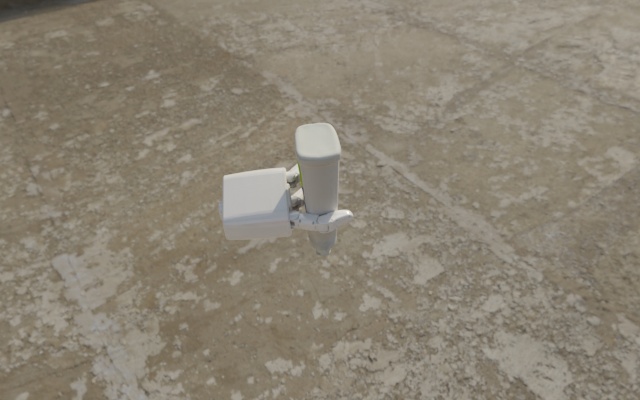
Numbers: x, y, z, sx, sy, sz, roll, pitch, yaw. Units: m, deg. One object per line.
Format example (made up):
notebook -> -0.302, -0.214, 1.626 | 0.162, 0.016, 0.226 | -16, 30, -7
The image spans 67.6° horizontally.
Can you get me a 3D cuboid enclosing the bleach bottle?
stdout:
bleach bottle -> 0.000, 0.002, 0.795 | 0.068, 0.251, 0.102 | -6, 40, -3
